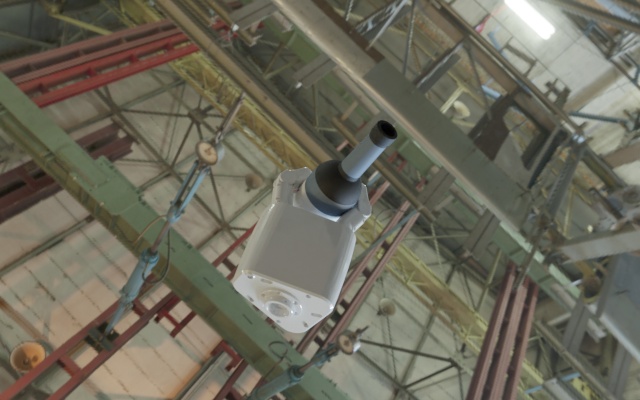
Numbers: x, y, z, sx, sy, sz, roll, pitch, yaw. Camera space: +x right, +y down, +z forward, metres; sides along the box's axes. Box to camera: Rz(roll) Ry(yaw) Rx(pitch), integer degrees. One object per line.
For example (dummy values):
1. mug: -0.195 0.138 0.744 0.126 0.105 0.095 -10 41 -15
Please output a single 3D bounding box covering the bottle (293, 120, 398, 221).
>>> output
1. bottle: 0.000 0.002 0.618 0.069 0.069 0.296 0 -33 -36
